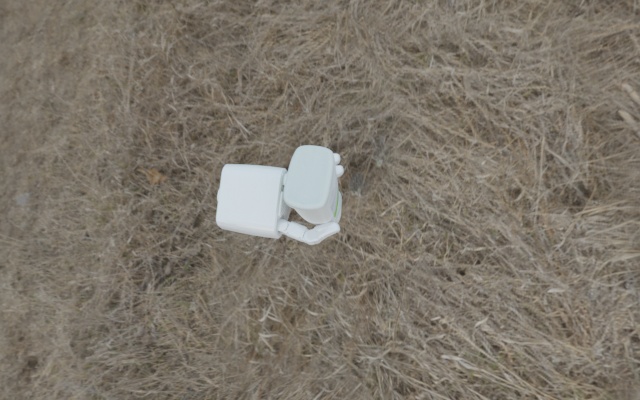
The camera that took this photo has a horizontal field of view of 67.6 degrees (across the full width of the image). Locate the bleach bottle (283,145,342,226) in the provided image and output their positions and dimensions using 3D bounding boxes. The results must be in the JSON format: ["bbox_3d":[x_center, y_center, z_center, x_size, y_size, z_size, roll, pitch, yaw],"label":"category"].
[{"bbox_3d":[0.000,0.003,0.796,0.068,0.102,0.251,8,-17,10],"label":"bleach bottle"}]
